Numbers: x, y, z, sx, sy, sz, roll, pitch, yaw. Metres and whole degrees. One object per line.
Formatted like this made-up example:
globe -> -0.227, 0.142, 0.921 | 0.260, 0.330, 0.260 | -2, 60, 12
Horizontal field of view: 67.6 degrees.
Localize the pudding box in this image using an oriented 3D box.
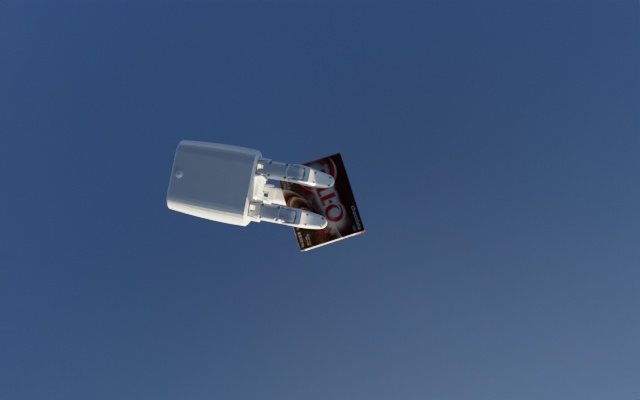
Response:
pudding box -> 0.000, 0.002, 0.645 | 0.090, 0.113, 0.039 | -18, -3, -1
